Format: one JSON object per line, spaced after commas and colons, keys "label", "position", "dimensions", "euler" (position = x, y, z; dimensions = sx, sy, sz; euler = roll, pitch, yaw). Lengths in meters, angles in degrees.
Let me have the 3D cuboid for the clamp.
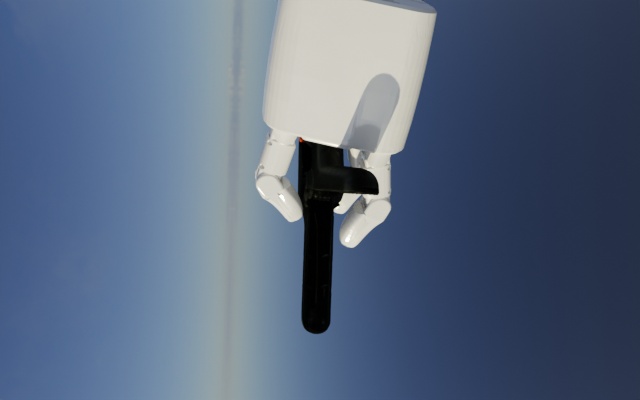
{"label": "clamp", "position": [-0.001, 0.001, 0.436], "dimensions": [0.036, 0.165, 0.209], "euler": [7, 31, -13]}
